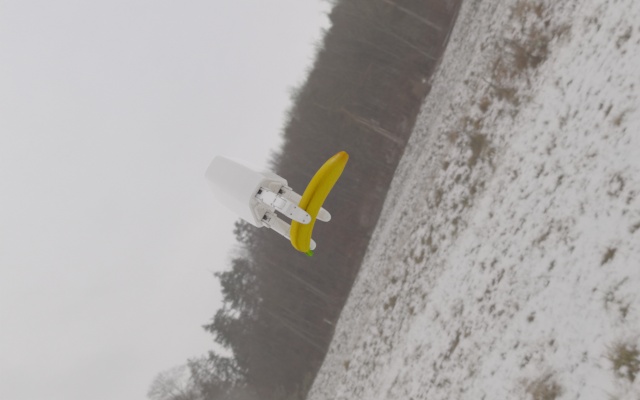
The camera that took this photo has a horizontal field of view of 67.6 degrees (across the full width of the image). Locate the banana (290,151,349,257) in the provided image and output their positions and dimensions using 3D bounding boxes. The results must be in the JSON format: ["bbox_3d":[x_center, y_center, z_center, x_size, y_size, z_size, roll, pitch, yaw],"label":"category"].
[{"bbox_3d":[-0.010,0.007,0.800,0.037,0.198,0.069,29,18,23],"label":"banana"}]
